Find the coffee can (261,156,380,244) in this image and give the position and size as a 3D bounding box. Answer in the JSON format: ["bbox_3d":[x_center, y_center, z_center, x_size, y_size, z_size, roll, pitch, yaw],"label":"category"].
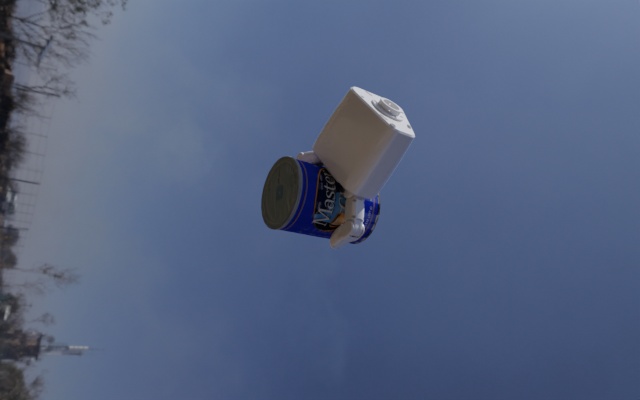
[{"bbox_3d":[0.000,0.002,0.689,0.140,0.103,0.103,13,-7,-32],"label":"coffee can"}]
